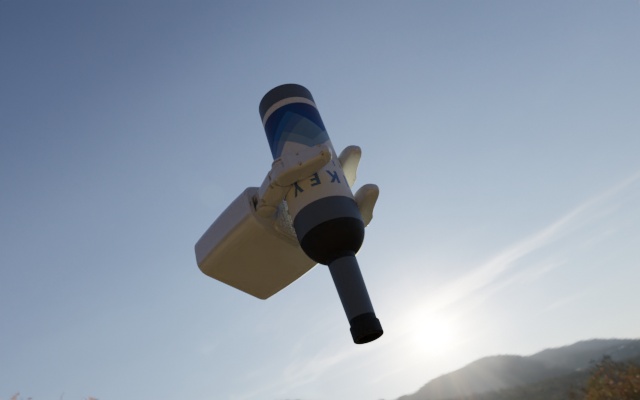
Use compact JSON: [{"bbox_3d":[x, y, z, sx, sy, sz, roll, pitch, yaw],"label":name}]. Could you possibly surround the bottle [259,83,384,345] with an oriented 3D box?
[{"bbox_3d":[0.000,0.001,0.485,0.069,0.295,0.069,-13,-35,-9],"label":"bottle"}]
